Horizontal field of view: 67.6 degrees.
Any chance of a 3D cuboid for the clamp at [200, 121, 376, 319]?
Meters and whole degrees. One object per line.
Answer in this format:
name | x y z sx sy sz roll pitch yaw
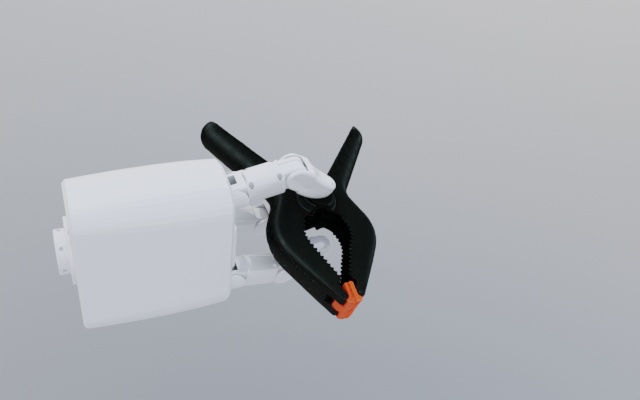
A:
clamp | 0.000 0.001 0.423 0.164 0.210 0.036 -9 -36 -28
